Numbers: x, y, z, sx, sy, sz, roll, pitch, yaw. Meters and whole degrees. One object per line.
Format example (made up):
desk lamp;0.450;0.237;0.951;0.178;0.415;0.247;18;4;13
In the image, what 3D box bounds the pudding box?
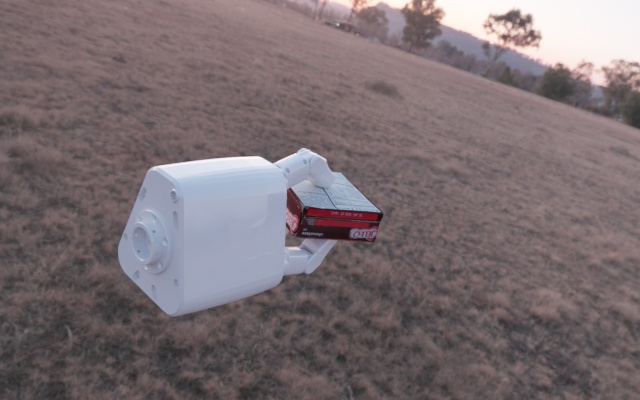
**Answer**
pudding box;0.000;0.001;0.500;0.090;0.039;0.113;6;24;-26
